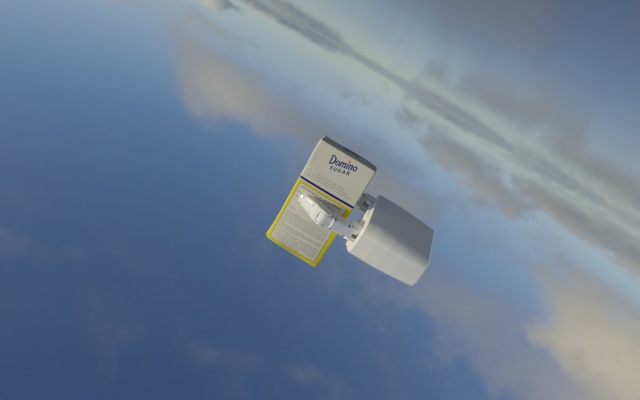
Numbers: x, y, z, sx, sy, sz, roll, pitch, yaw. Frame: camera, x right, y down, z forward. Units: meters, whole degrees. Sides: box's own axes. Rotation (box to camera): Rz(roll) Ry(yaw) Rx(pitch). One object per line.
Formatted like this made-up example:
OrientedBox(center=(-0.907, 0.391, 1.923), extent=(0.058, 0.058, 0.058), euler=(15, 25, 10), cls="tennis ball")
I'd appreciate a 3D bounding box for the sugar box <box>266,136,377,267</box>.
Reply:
OrientedBox(center=(0.000, 0.002, 0.712), extent=(0.093, 0.176, 0.048), euler=(32, 17, 0), cls="sugar box")
